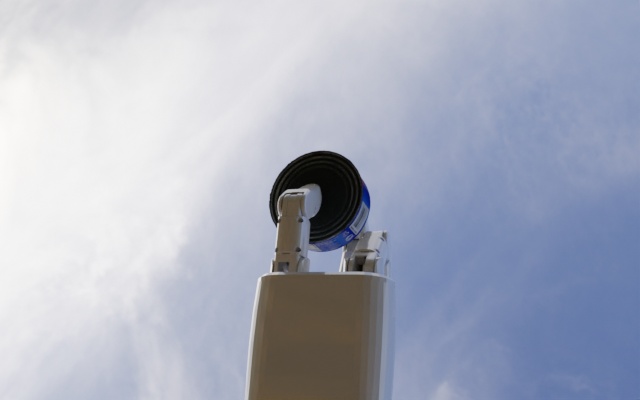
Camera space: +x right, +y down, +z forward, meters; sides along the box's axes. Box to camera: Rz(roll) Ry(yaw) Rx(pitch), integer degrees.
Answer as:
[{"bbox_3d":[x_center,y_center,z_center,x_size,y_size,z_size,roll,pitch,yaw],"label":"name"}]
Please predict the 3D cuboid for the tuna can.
[{"bbox_3d":[0.000,0.002,0.423,0.086,0.086,0.034,0,-22,21],"label":"tuna can"}]
